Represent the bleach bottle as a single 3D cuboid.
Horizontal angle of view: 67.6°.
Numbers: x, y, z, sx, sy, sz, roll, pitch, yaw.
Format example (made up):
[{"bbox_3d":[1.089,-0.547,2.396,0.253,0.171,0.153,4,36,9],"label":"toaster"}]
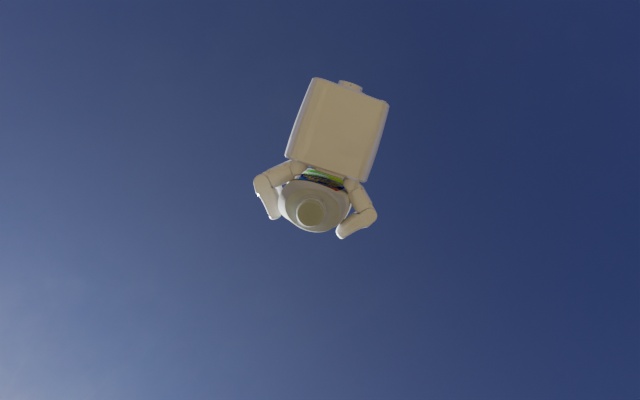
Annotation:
[{"bbox_3d":[0.000,0.002,0.636,0.102,0.068,0.251,19,7,-1],"label":"bleach bottle"}]
